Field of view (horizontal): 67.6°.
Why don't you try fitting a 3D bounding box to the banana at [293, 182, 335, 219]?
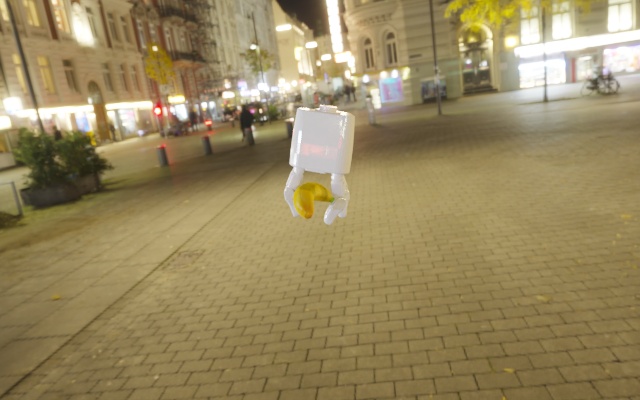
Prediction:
[{"bbox_3d":[-0.015,-0.006,0.894,0.069,0.037,0.198,26,15,13],"label":"banana"}]
